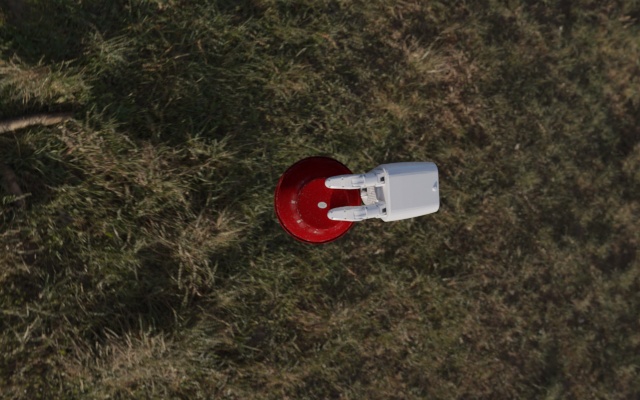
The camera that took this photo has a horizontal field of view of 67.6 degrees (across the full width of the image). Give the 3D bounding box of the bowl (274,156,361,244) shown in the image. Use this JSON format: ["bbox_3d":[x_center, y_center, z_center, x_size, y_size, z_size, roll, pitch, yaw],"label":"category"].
[{"bbox_3d":[-0.001,0.003,0.842,0.162,0.162,0.055,0,7,-10],"label":"bowl"}]
